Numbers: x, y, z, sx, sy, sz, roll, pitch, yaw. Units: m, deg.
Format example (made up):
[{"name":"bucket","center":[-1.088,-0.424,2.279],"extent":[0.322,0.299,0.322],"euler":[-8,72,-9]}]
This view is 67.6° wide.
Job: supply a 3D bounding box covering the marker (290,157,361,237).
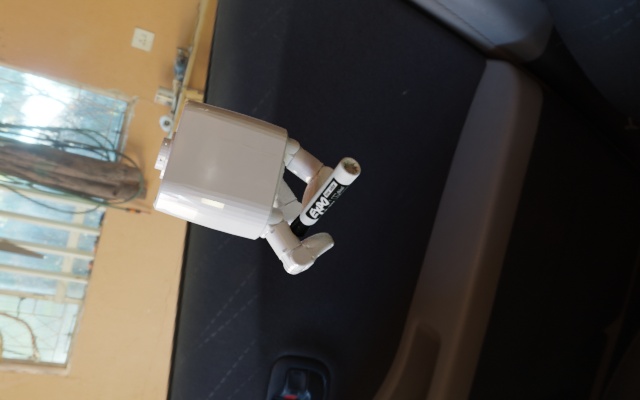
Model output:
[{"name":"marker","center":[0.000,0.001,0.440],"extent":[0.020,0.020,0.121],"euler":[0,-30,-29]}]
